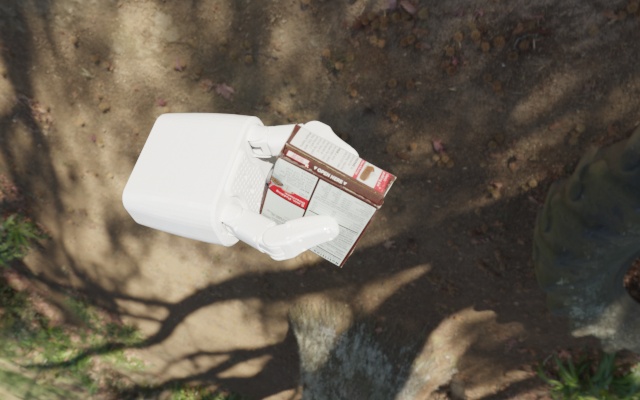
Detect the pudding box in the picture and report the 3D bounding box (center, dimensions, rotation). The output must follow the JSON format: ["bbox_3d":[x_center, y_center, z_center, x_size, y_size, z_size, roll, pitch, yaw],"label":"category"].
[{"bbox_3d":[0.000,0.001,0.404,0.090,0.039,0.114,28,-33,2],"label":"pudding box"}]
